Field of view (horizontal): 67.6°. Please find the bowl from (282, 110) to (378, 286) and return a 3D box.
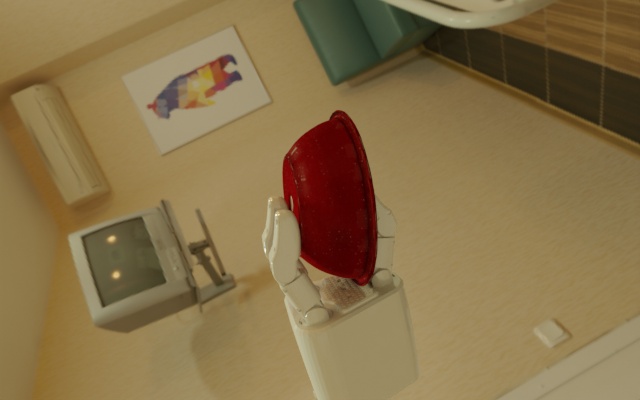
[{"bbox_3d":[-0.001,0.000,0.434,0.055,0.162,0.162,-8,1,-11],"label":"bowl"}]
